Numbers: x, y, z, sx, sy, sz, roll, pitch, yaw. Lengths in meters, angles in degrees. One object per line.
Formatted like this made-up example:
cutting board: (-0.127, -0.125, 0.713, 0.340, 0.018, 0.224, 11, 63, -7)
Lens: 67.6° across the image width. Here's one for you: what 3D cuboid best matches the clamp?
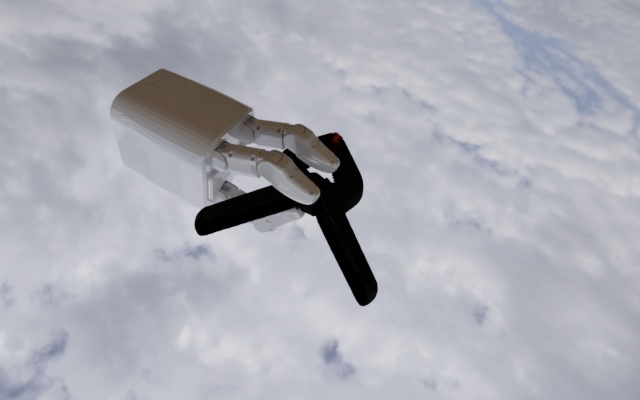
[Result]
clamp: (0.000, 0.002, 0.467, 0.164, 0.036, 0.210, 29, 40, 2)
